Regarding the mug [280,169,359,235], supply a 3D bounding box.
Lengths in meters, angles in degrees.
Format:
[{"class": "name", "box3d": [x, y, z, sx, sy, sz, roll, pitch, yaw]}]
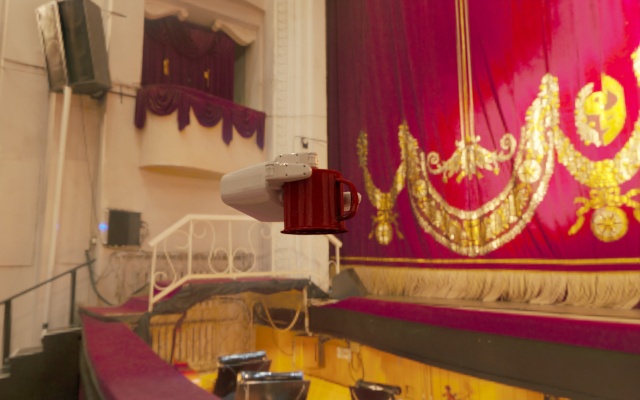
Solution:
[{"class": "mug", "box3d": [0.001, 0.002, 0.644, 0.117, 0.081, 0.093, -8, -11, 40]}]
